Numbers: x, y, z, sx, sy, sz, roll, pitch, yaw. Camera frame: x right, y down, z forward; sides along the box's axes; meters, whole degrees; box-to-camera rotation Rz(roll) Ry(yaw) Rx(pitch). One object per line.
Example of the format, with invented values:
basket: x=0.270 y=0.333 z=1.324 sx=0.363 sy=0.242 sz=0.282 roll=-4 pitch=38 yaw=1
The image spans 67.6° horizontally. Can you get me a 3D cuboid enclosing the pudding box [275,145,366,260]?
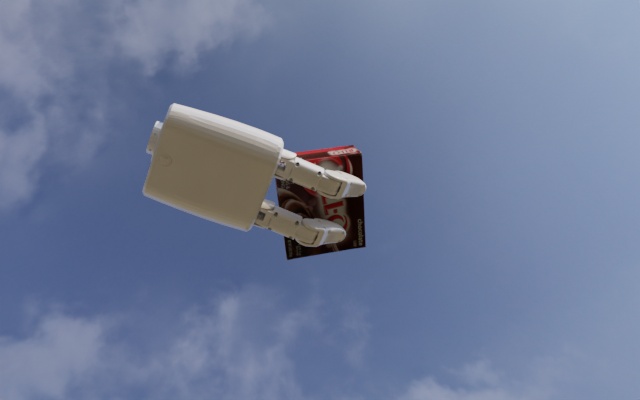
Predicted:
pudding box: x=0.000 y=0.002 z=0.513 sx=0.090 sy=0.113 sz=0.039 roll=-8 pitch=26 yaw=-7
